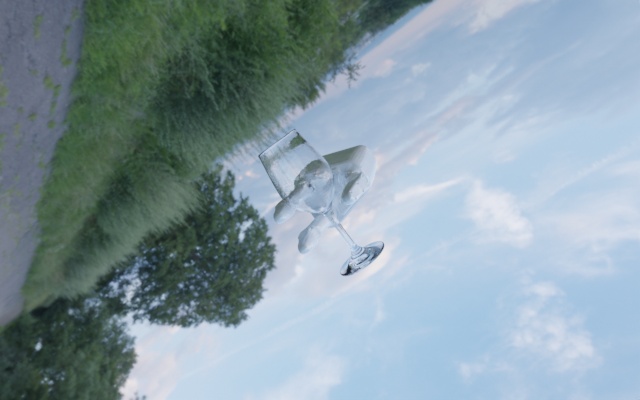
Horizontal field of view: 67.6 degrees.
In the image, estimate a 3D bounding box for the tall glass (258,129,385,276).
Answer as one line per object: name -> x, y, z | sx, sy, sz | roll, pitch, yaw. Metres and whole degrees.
tall glass -> 0.001, 0.003, 0.647 | 0.079, 0.201, 0.079 | -35, 10, 7
